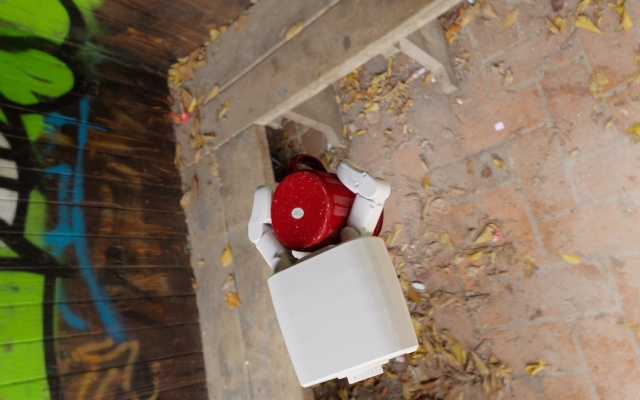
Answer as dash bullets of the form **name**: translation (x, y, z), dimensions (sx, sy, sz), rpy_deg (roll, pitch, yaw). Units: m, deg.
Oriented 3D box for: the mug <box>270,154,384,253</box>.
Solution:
- **mug**: translation (0.000, 0.000, 0.491), dimensions (0.093, 0.117, 0.081), rpy_deg (-34, -25, 33)
